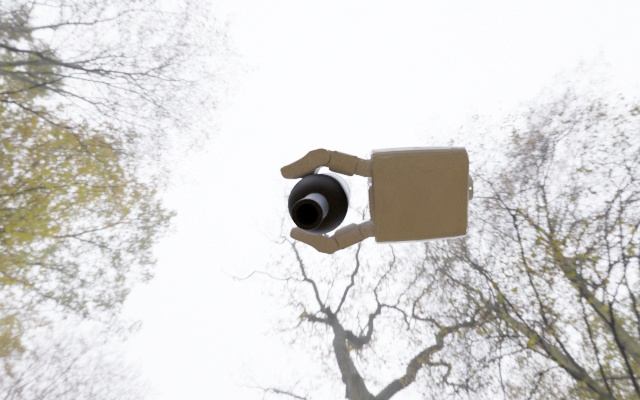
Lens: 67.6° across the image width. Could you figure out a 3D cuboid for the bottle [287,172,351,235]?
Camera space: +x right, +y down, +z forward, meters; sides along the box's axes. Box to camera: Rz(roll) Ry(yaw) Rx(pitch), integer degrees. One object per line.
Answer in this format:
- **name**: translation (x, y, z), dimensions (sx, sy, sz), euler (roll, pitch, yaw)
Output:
- **bottle**: translation (0.000, 0.002, 0.554), dimensions (0.069, 0.069, 0.295), euler (0, 4, 5)
